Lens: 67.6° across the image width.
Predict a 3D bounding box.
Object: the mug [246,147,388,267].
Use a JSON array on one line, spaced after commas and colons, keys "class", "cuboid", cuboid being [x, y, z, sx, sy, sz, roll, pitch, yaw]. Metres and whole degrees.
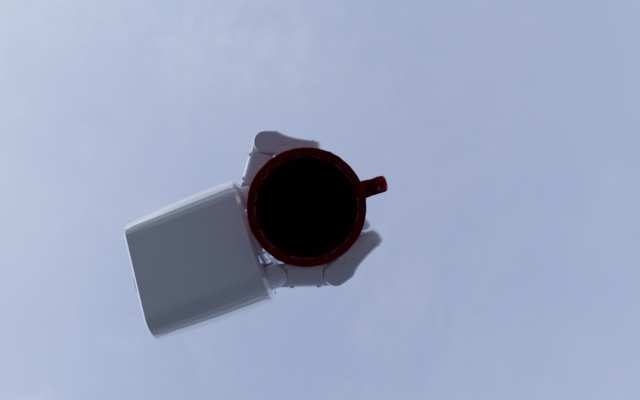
[{"class": "mug", "cuboid": [0.001, 0.001, 0.408, 0.117, 0.093, 0.081, -20, 0, -1]}]
